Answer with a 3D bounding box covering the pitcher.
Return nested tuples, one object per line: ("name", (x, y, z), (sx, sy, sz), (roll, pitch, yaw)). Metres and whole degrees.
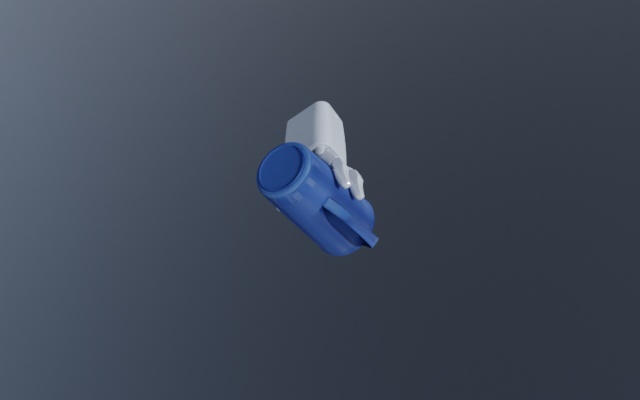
("pitcher", (0.000, 0.003, 0.865), (0.149, 0.145, 0.243), (-16, -34, 24))
